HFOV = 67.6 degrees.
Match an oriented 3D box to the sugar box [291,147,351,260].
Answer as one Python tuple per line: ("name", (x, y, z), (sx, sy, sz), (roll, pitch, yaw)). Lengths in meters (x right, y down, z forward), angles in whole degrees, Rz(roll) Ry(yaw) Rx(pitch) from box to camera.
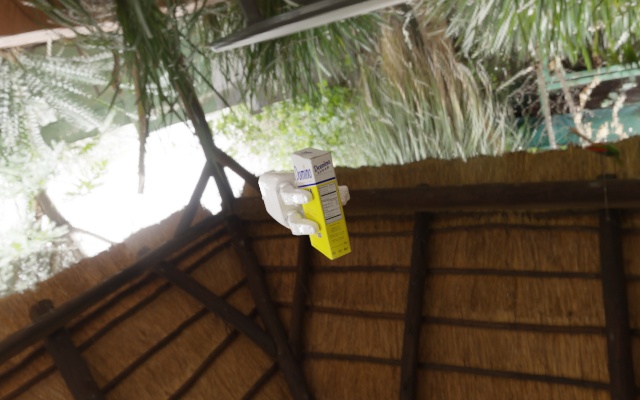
("sugar box", (0.000, 0.003, 0.807), (0.048, 0.176, 0.093), (-21, 18, -19))
